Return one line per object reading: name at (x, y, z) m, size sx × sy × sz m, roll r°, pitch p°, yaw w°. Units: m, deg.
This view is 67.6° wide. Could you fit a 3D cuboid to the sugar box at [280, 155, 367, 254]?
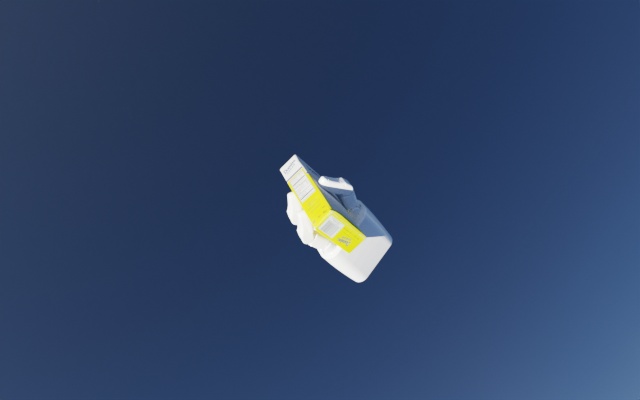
sugar box at (0.000, 0.003, 0.786) m, size 0.093 × 0.048 × 0.176 m, roll 40°, pitch 9°, yaw -39°
